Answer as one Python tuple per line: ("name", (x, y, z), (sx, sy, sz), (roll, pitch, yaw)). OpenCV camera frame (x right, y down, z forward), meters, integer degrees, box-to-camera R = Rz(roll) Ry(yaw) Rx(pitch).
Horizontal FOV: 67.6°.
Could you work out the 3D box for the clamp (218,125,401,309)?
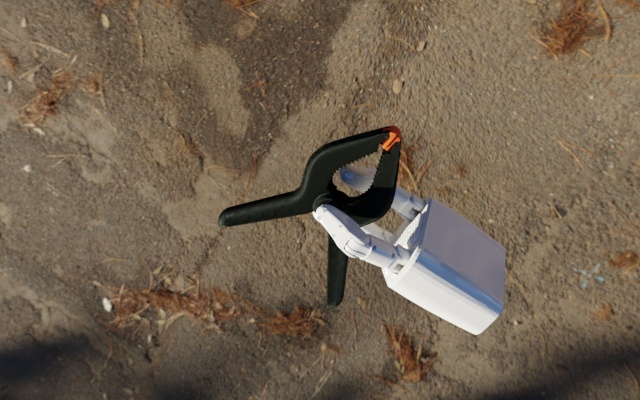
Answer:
("clamp", (0.000, 0.002, 0.488), (0.164, 0.210, 0.036), (32, 25, -6))
